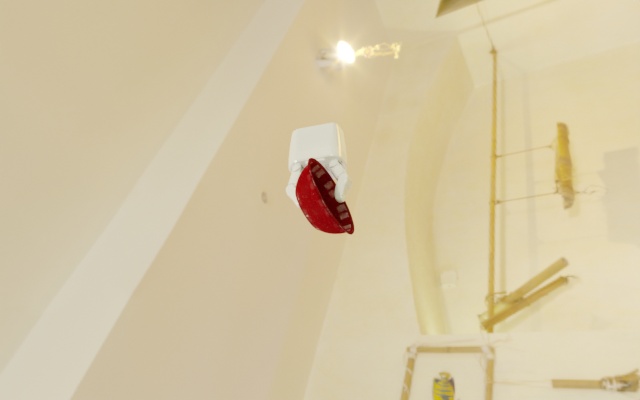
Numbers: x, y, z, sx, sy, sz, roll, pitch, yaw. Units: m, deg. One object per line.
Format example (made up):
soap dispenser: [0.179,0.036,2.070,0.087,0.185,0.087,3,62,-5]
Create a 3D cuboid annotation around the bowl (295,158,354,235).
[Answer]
bowl: [0.000,0.004,0.890,0.055,0.162,0.162,-29,-8,14]
